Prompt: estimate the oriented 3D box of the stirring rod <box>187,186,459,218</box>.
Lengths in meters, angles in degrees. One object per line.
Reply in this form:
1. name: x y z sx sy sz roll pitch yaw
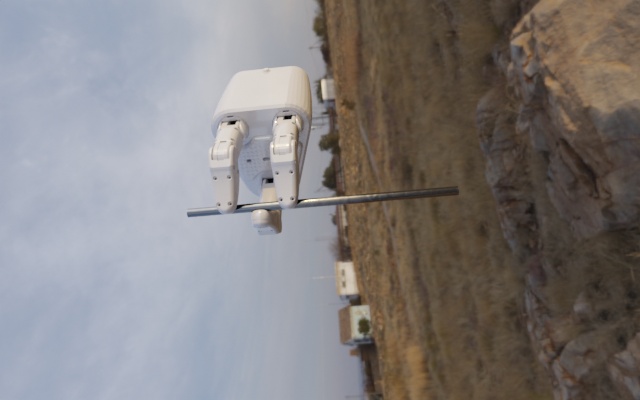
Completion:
1. stirring rod: 0.000 0.001 0.424 0.239 0.011 0.011 -5 0 4
